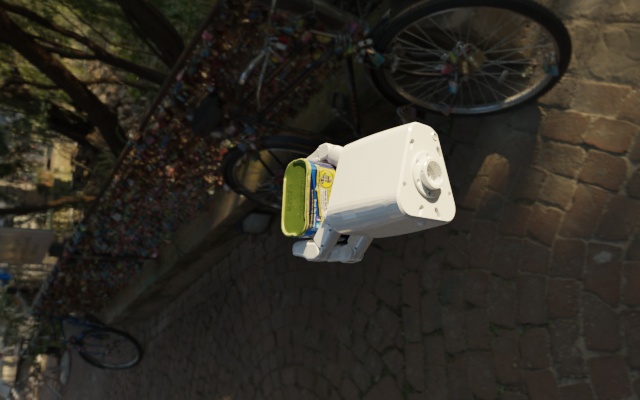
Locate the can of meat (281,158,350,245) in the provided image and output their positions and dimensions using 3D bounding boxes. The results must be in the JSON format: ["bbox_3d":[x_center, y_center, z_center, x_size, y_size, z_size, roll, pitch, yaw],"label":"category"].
[{"bbox_3d":[0.000,0.002,0.605,0.084,0.102,0.057,9,-12,-38],"label":"can of meat"}]
